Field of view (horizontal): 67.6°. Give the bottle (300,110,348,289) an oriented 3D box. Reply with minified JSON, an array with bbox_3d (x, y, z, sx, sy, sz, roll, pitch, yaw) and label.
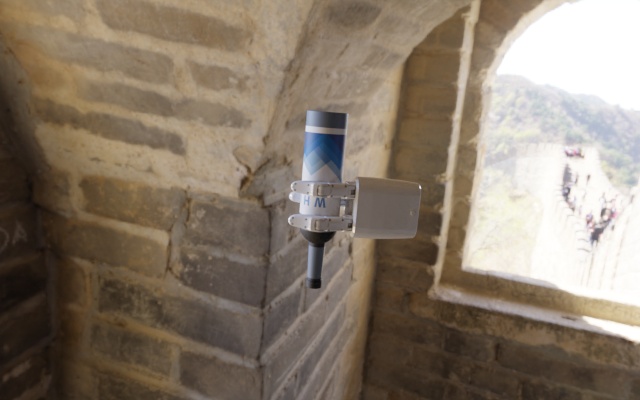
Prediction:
[{"bbox_3d":[0.000,0.002,0.790,0.069,0.296,0.069,4,11,-1],"label":"bottle"}]
